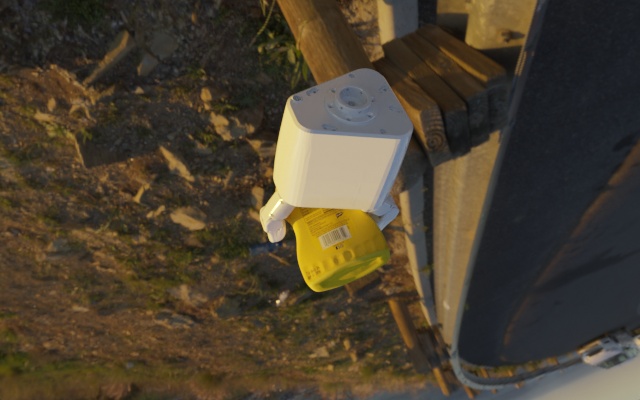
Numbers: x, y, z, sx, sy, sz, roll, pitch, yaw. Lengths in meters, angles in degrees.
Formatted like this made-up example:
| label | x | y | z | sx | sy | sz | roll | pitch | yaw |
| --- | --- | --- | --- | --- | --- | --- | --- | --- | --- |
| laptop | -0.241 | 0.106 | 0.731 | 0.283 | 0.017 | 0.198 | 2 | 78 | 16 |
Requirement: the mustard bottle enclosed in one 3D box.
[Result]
| label | x | y | z | sx | sy | sz | roll | pitch | yaw |
| --- | --- | --- | --- | --- | --- | --- | --- | --- | --- |
| mustard bottle | 0.000 | 0.002 | 0.554 | 0.096 | 0.191 | 0.058 | -25 | -30 | 3 |
